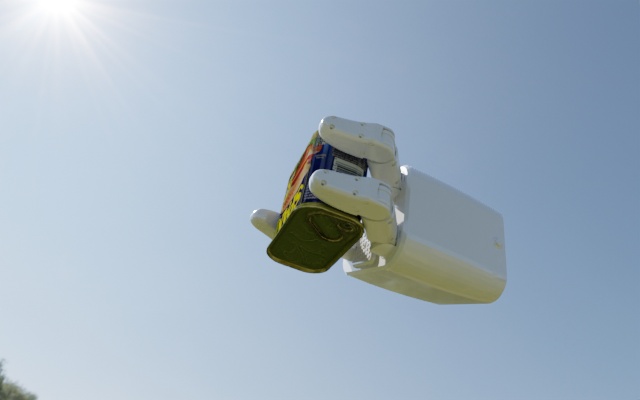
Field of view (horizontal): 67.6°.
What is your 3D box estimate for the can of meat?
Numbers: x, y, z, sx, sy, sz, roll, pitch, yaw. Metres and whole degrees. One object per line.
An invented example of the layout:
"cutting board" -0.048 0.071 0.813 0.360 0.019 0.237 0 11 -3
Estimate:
"can of meat" 0.000 0.001 0.403 0.057 0.084 0.102 20 -36 -12
